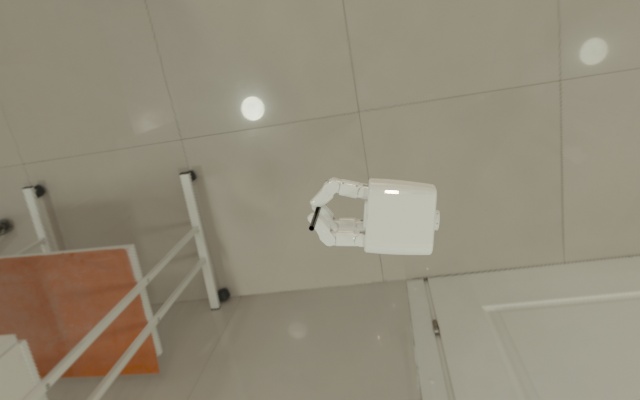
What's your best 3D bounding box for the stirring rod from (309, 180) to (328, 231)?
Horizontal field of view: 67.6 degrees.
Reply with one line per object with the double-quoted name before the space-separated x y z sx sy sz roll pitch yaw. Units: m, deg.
"stirring rod" 0.000 0.003 0.801 0.011 0.011 0.239 0 18 7
